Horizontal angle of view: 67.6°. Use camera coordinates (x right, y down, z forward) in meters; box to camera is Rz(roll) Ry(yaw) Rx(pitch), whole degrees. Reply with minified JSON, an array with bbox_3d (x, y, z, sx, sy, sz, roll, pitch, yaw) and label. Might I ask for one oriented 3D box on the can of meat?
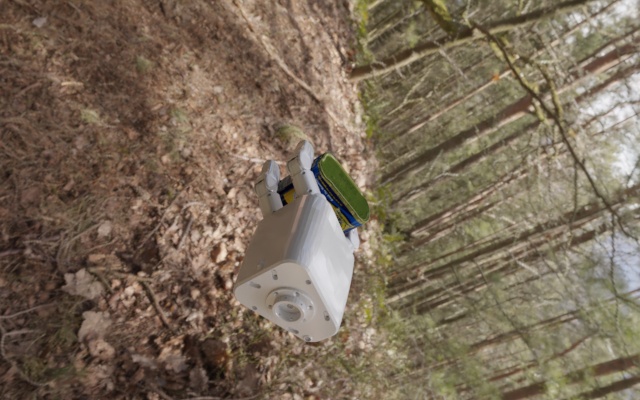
[{"bbox_3d":[0.000,0.002,0.588,0.084,0.102,0.057,-30,20,28],"label":"can of meat"}]
